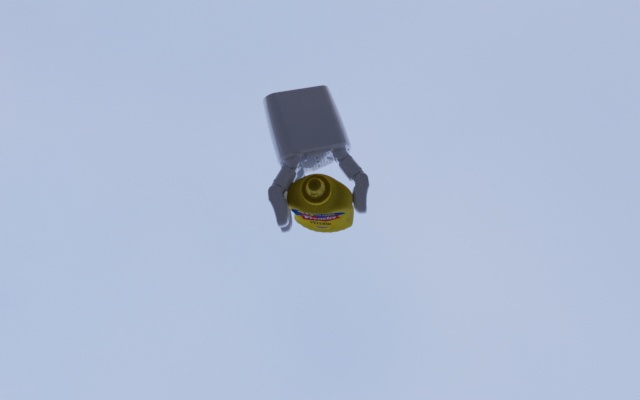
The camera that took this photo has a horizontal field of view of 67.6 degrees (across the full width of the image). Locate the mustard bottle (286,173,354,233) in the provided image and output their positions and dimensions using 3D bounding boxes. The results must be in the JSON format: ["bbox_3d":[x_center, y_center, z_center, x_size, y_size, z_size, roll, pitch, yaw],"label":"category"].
[{"bbox_3d":[0.000,0.003,0.706,0.096,0.058,0.192,6,-14,6],"label":"mustard bottle"}]
